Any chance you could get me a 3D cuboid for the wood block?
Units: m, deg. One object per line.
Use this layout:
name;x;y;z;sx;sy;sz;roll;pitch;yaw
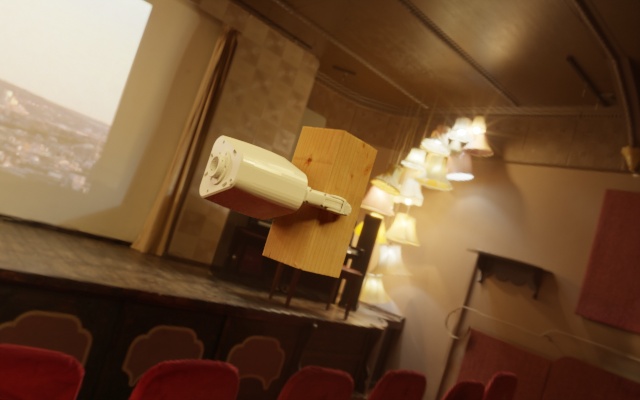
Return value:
wood block;0.000;0.002;0.727;0.091;0.206;0.090;14;-5;42
